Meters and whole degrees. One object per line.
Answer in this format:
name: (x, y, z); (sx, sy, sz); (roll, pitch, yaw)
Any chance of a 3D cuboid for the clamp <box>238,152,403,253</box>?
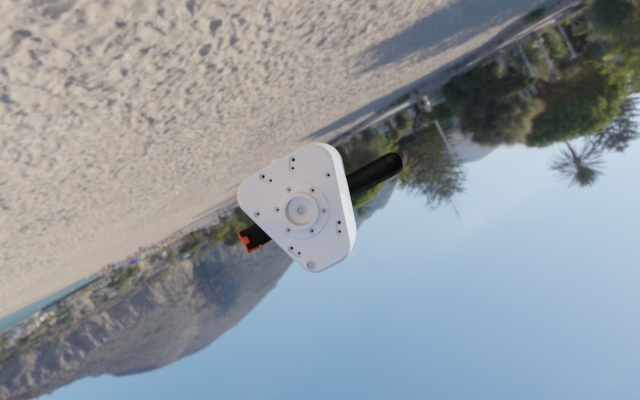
clamp: (0.000, 0.003, 0.588); (0.210, 0.036, 0.164); (-28, -1, 6)
